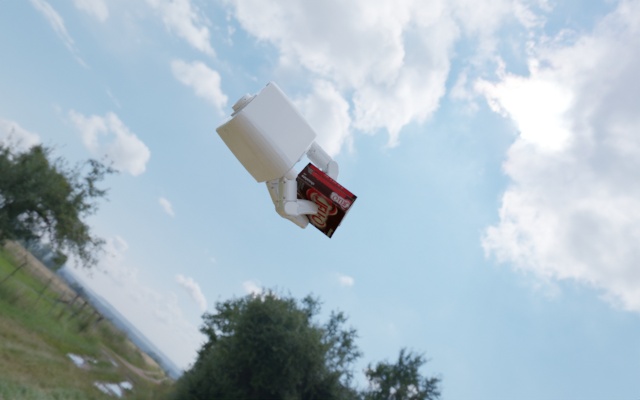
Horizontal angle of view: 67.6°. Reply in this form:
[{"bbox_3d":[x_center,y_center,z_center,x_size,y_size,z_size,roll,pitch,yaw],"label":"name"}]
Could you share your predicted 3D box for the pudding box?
[{"bbox_3d":[0.000,0.002,0.731,0.090,0.039,0.113,37,-24,7],"label":"pudding box"}]
